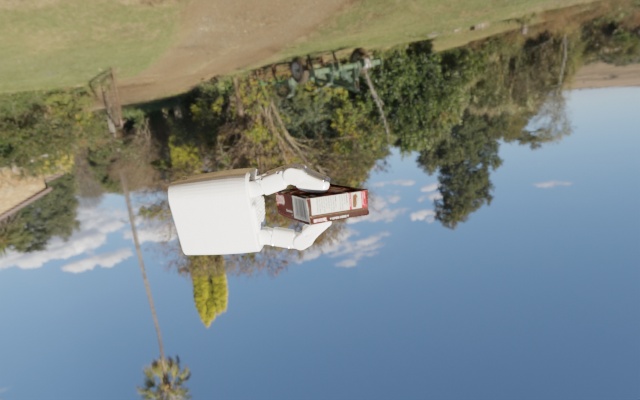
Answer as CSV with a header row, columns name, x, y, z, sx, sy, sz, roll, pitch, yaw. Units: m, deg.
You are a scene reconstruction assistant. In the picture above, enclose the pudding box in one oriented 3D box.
name,x,y,z,sx,sy,sz,roll,pitch,yaw
pudding box,0.000,0.002,0.650,0.090,0.039,0.113,-9,12,-25
